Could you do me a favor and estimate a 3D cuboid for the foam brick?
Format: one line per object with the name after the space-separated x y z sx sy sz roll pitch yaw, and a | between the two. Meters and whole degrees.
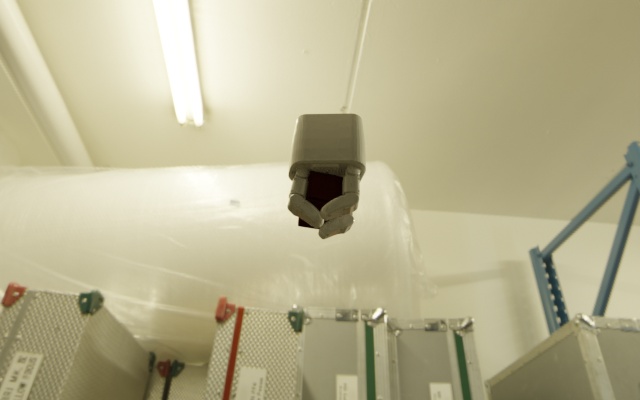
0.000 0.003 0.722 0.053 0.051 0.078 10 -36 -10 | foam brick
